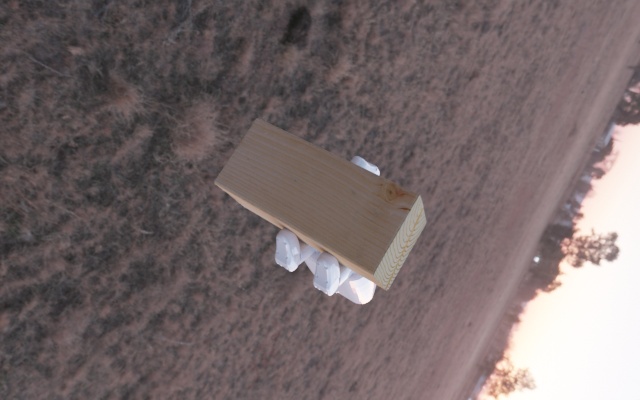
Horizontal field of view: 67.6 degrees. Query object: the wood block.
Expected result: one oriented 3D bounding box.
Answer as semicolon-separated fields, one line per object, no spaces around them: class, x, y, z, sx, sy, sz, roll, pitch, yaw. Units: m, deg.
wood block;0.000;0.002;0.524;0.206;0.091;0.090;28;-10;24
